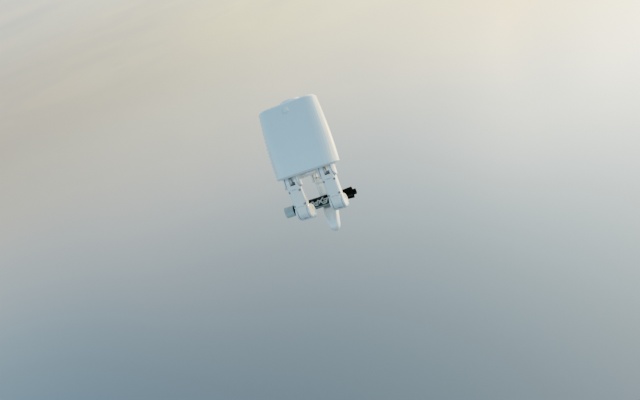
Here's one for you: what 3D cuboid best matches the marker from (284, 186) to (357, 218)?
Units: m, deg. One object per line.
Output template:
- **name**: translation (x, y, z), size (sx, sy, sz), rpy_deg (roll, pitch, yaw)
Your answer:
- **marker**: translation (0.000, 0.003, 0.767), size (0.121, 0.020, 0.020), rpy_deg (-18, -4, 12)
